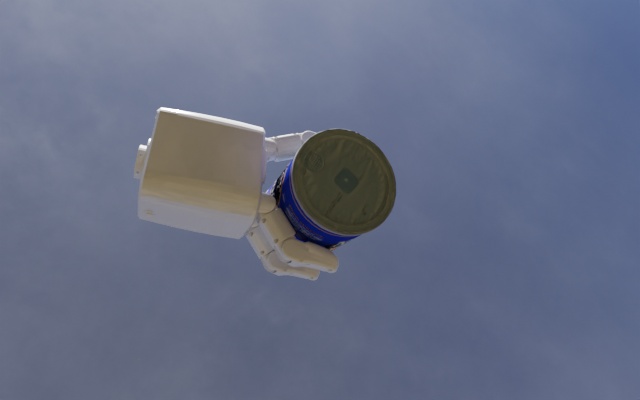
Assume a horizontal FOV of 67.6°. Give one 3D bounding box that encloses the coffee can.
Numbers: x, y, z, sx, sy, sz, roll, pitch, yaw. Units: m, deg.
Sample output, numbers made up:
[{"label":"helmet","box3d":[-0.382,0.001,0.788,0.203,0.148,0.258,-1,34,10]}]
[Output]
[{"label":"coffee can","box3d":[0.000,0.002,0.495,0.103,0.102,0.140,0,-17,-21]}]
